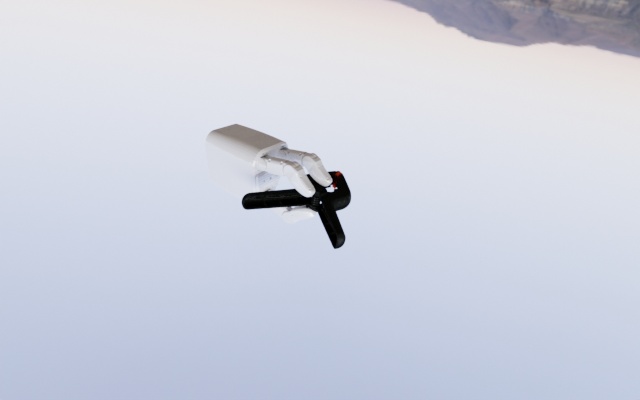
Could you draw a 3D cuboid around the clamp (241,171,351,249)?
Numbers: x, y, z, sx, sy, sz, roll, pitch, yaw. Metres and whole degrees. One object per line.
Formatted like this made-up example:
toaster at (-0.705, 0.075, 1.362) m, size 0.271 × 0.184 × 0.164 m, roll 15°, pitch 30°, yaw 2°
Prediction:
clamp at (0.000, 0.003, 0.754) m, size 0.164 × 0.036 × 0.210 m, roll 27°, pitch 30°, yaw 20°
